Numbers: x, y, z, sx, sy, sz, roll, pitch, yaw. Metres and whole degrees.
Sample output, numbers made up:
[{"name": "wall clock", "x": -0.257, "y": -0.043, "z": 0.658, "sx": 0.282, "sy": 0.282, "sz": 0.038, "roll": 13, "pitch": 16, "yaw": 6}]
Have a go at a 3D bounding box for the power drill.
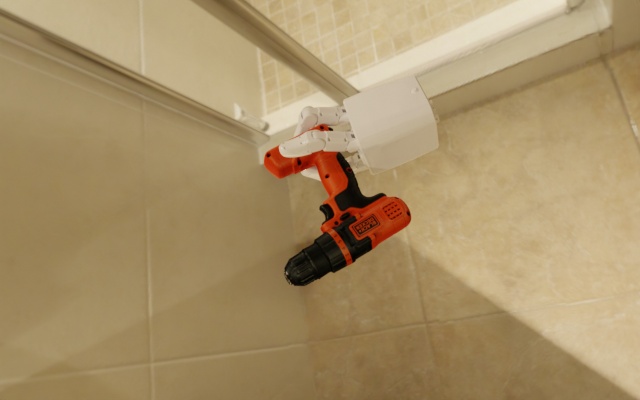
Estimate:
[{"name": "power drill", "x": 0.000, "y": 0.002, "z": 0.641, "sx": 0.184, "sy": 0.187, "sz": 0.057, "roll": -29, "pitch": -19, "yaw": -14}]
